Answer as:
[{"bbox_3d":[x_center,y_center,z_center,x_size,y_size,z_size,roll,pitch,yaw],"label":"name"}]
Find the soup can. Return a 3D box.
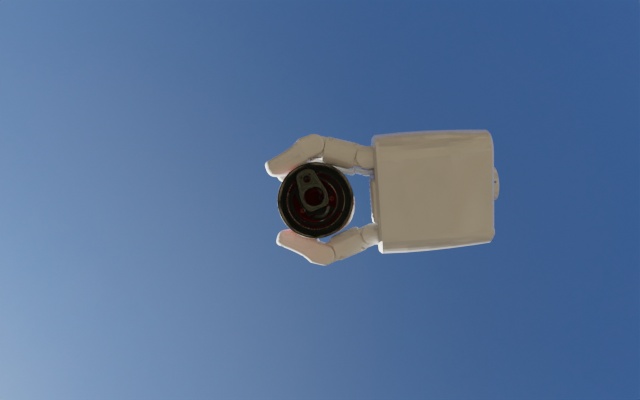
[{"bbox_3d":[0.000,0.002,0.470,0.068,0.068,0.102,0,-2,5],"label":"soup can"}]
